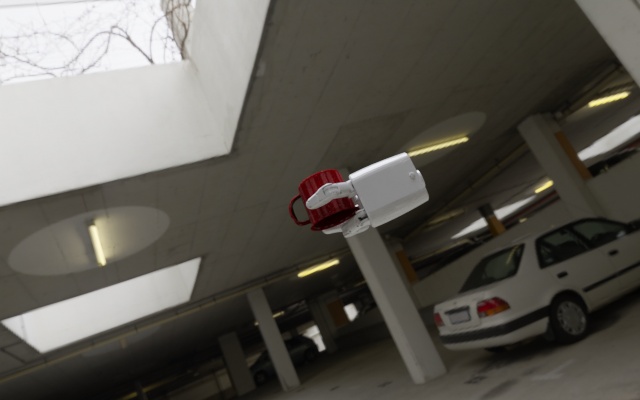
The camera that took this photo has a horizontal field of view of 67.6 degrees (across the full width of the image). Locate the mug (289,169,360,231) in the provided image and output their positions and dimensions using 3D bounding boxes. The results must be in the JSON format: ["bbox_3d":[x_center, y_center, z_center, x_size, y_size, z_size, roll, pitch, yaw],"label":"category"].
[{"bbox_3d":[-0.001,0.003,0.846,0.117,0.081,0.093,-23,-17,0],"label":"mug"}]
